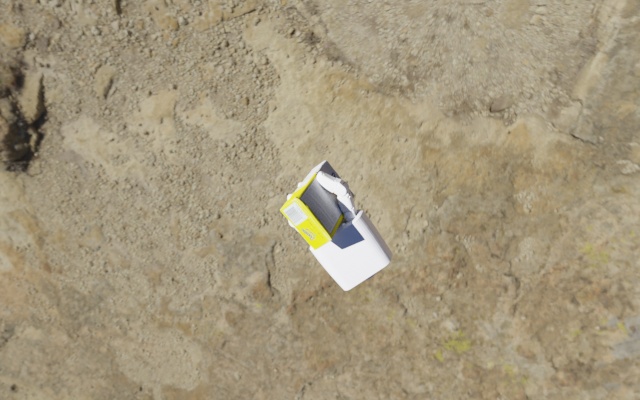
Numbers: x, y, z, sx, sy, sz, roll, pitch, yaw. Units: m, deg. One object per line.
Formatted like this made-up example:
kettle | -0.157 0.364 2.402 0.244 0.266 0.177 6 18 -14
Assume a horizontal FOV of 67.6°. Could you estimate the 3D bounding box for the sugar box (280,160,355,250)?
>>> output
sugar box | 0.000 0.003 0.847 0.048 0.093 0.176 -35 10 26
